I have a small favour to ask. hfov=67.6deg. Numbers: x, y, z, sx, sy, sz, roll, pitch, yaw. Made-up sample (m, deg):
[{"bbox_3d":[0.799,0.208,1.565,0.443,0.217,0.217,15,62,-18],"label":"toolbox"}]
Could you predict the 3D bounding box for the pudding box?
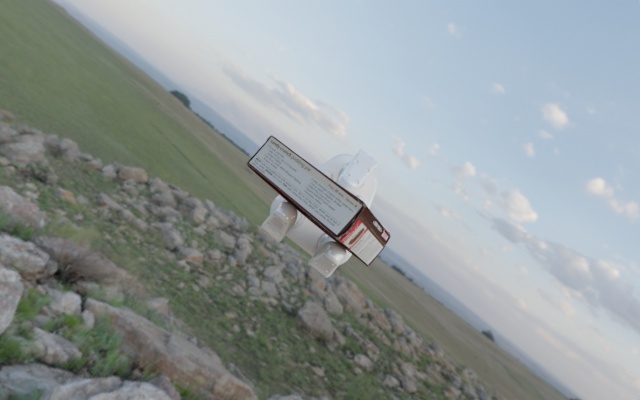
[{"bbox_3d":[0.000,0.001,0.412,0.113,0.039,0.090,36,-3,29],"label":"pudding box"}]
